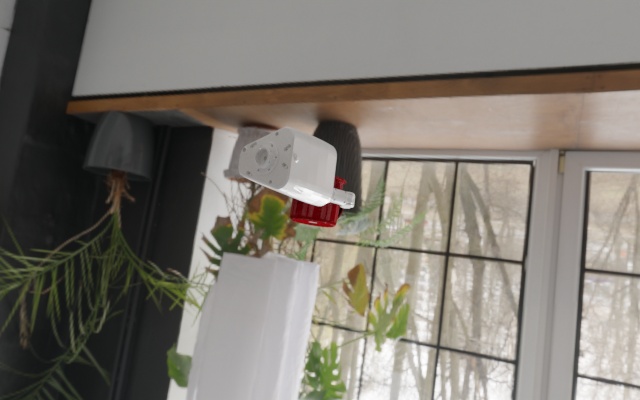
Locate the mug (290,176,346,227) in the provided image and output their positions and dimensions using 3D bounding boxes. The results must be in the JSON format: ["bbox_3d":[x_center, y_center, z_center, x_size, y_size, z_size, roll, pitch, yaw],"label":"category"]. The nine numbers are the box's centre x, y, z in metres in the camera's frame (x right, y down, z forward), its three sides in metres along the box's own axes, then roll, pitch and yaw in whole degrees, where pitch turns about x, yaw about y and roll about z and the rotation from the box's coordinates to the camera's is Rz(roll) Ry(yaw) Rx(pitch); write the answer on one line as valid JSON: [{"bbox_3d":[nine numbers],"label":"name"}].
[{"bbox_3d":[0.001,0.003,0.835,0.093,0.081,0.117,2,-11,39],"label":"mug"}]
